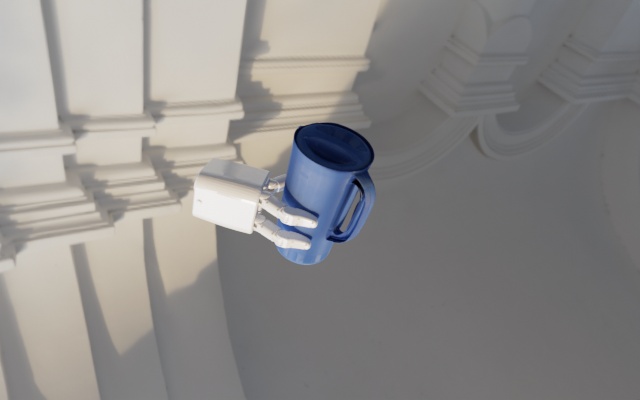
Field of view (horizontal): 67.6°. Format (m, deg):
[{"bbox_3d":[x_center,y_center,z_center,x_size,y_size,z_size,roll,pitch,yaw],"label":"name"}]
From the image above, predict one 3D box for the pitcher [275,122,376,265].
[{"bbox_3d":[0.000,0.003,0.820,0.145,0.243,0.149,14,39,-5],"label":"pitcher"}]
